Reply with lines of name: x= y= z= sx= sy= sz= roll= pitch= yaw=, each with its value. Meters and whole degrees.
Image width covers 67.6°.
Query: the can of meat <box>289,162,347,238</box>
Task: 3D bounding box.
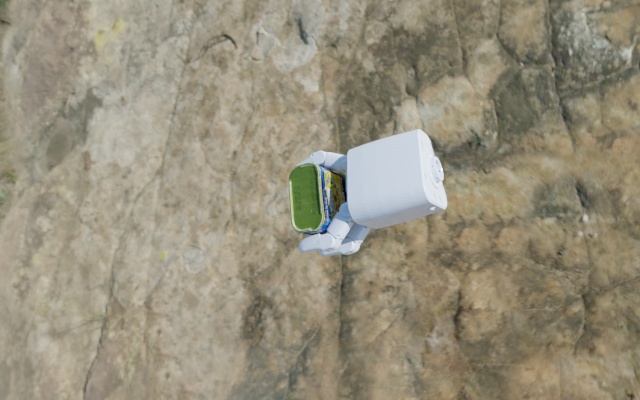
can of meat: x=0.000 y=0.002 z=0.681 sx=0.057 sy=0.102 sz=0.084 roll=-13 pitch=-16 yaw=29
